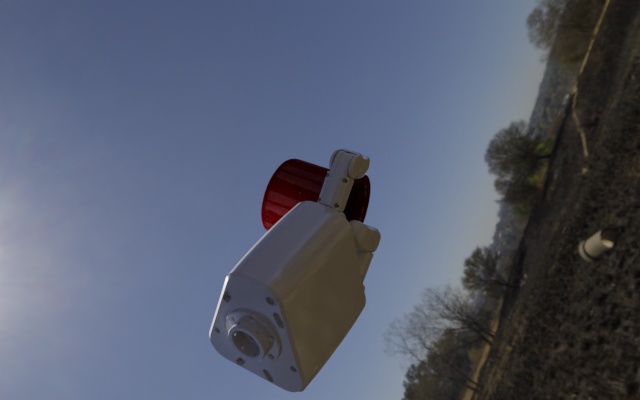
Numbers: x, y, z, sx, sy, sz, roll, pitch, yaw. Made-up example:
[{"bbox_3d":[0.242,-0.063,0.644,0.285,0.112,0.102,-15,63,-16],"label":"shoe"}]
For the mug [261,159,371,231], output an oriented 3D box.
[{"bbox_3d":[0.001,0.001,0.487,0.081,0.093,0.117,20,35,20],"label":"mug"}]
